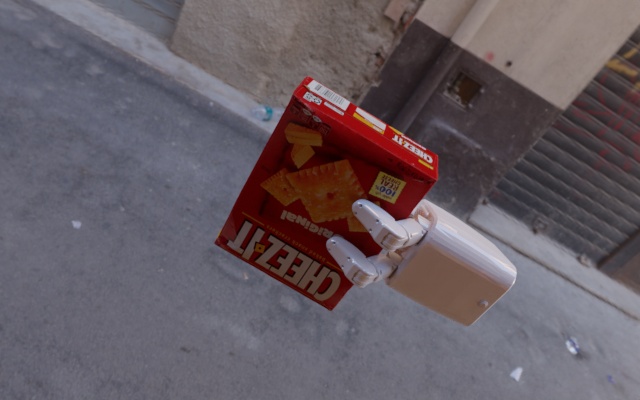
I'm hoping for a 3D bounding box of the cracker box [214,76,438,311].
[{"bbox_3d":[0.000,0.002,0.526,0.164,0.214,0.072,31,30,-4],"label":"cracker box"}]
